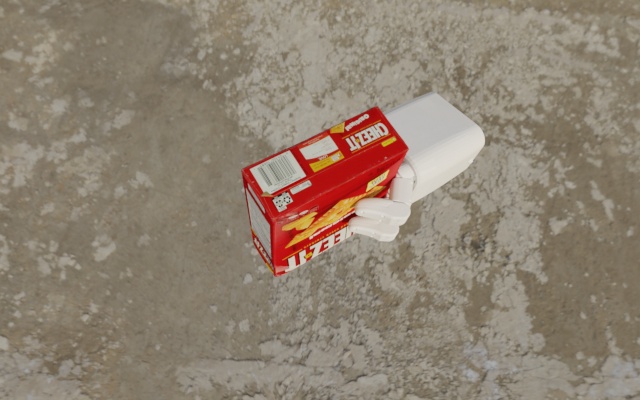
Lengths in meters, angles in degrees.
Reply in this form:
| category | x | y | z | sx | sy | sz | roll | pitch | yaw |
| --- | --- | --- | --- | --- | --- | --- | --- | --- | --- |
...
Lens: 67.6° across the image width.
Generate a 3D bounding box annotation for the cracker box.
| category | x | y | z | sx | sy | sz | roll | pitch | yaw |
| --- | --- | --- | --- | --- | --- | --- | --- | --- | --- |
| cracker box | 0.000 | 0.002 | 0.571 | 0.164 | 0.072 | 0.214 | -28 | -19 | -16 |
